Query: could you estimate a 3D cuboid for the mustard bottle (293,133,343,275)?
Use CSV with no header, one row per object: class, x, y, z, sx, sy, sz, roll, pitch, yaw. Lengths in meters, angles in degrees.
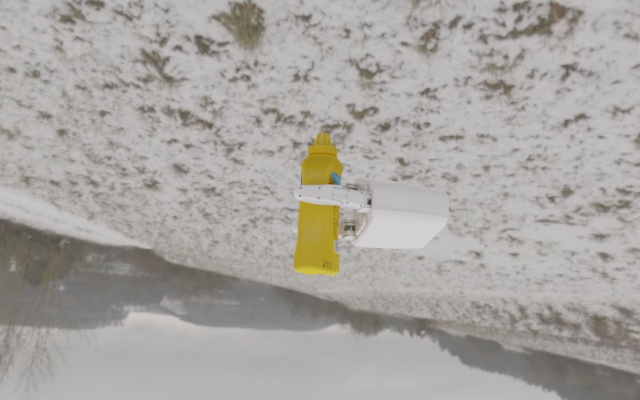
mustard bottle,0.000,0.002,0.642,0.058,0.191,0.096,1,-12,13
